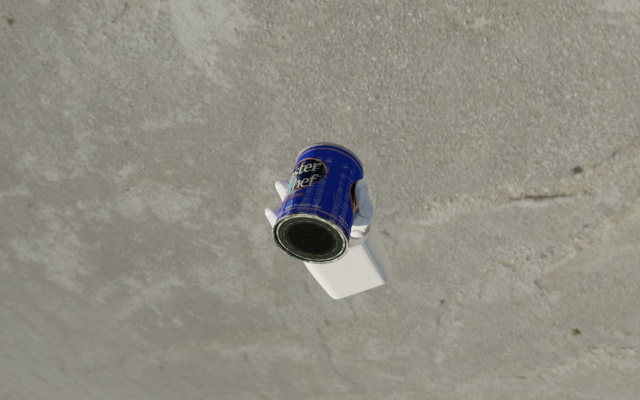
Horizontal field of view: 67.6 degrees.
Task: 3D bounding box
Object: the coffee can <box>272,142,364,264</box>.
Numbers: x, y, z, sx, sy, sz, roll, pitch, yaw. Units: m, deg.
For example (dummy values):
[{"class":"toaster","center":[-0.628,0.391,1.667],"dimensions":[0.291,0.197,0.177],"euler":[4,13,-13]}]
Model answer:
[{"class":"coffee can","center":[0.000,0.002,0.665],"dimensions":[0.103,0.140,0.103],"euler":[8,-42,8]}]
